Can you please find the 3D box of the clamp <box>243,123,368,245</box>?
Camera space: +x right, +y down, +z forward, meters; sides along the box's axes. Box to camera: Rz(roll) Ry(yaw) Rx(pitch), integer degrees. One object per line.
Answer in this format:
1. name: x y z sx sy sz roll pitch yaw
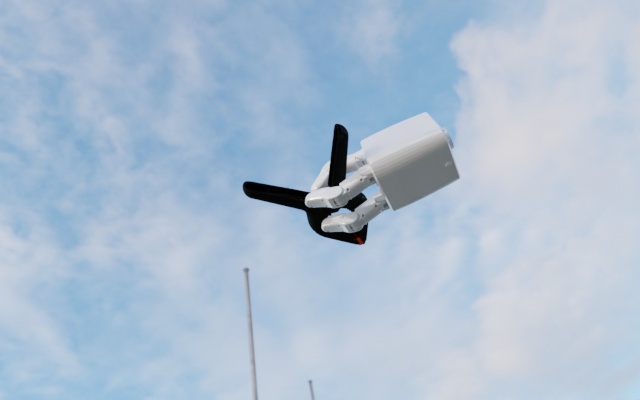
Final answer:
1. clamp: 0.000 0.002 0.694 0.164 0.210 0.036 -25 40 10
